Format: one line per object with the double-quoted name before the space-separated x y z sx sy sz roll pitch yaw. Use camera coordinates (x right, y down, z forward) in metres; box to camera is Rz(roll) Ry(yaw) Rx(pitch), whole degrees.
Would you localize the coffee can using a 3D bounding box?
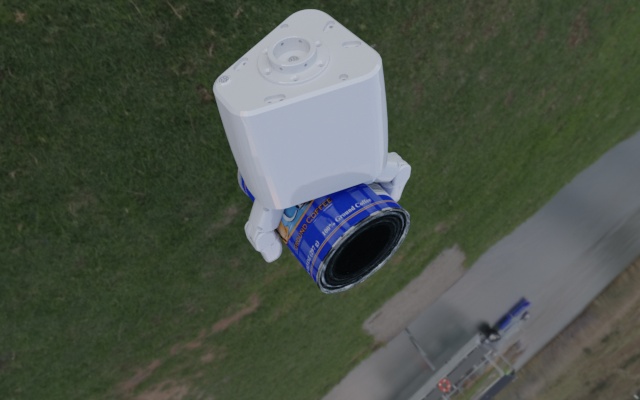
"coffee can" 0.000 0.002 0.453 0.103 0.103 0.140 0 40 -48
